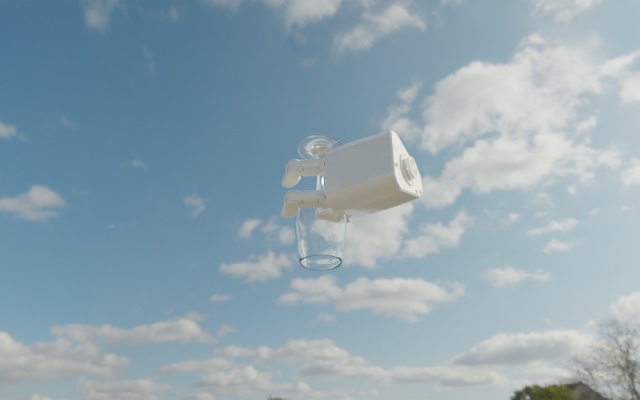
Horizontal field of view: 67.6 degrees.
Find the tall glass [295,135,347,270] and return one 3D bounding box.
[{"bbox_3d":[0.000,0.002,0.734,0.079,0.201,0.079,0,-28,0],"label":"tall glass"}]
